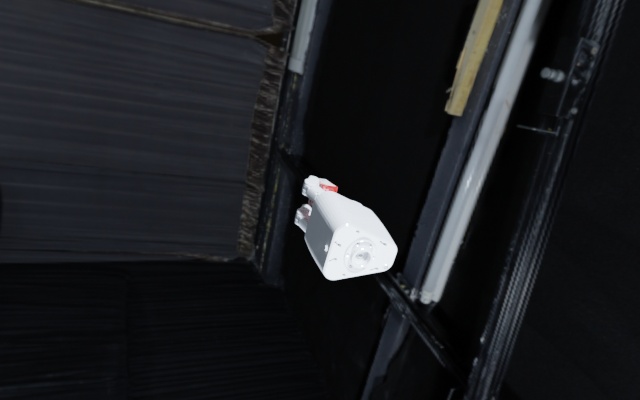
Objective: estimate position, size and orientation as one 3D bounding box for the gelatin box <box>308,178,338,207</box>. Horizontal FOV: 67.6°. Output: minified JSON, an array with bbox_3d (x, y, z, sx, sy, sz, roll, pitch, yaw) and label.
[{"bbox_3d":[0.000,0.003,0.839,0.030,0.073,0.089,9,9,-14],"label":"gelatin box"}]
